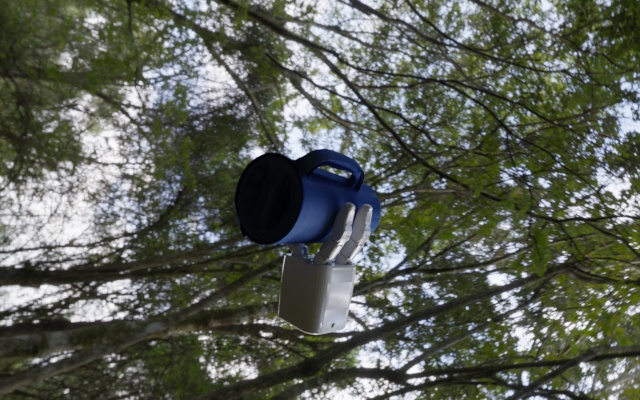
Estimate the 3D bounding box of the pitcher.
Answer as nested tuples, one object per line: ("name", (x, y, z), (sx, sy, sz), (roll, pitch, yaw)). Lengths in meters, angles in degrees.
("pitcher", (0.000, 0.003, 0.760), (0.149, 0.145, 0.243), (6, -2, 38))
